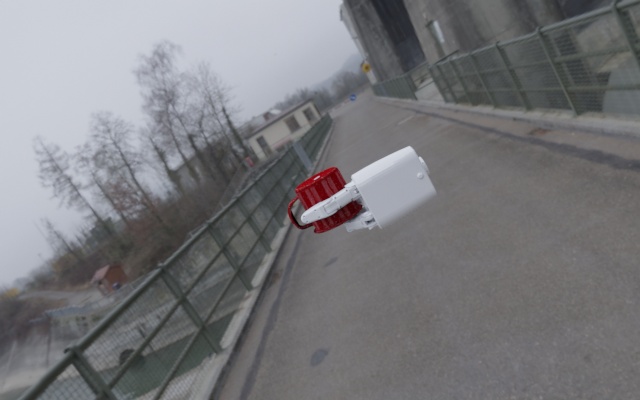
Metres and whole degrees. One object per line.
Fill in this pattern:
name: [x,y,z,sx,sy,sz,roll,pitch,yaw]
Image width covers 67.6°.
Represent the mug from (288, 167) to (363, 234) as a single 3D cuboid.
mug: [-0.001,0.003,0.796,0.117,0.081,0.093,-29,9,3]
